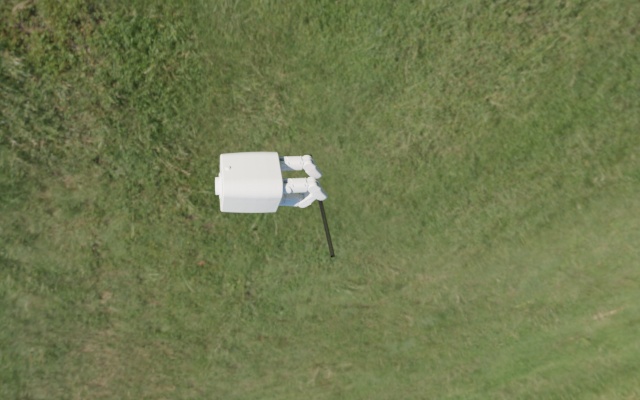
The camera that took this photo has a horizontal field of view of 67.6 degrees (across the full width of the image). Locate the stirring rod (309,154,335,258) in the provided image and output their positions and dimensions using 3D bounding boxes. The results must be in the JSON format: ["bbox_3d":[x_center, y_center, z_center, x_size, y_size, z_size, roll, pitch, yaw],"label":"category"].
[{"bbox_3d":[0.000,0.003,0.898,0.011,0.239,0.011,-8,-37,-6],"label":"stirring rod"}]
